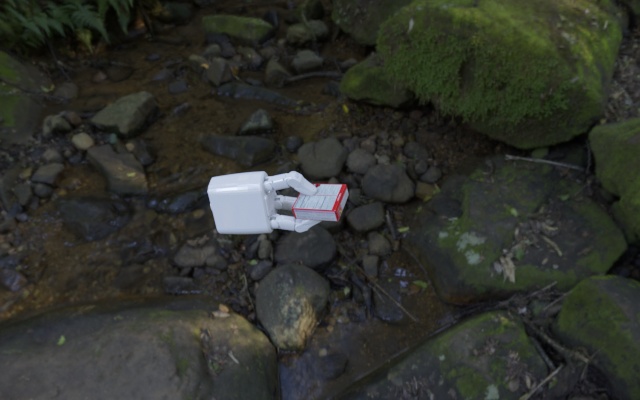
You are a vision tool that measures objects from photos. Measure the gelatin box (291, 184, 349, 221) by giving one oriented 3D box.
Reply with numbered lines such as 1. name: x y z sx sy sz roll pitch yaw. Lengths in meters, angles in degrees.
1. gelatin box: 0.000 0.003 0.886 0.089 0.030 0.073 2 43 22
